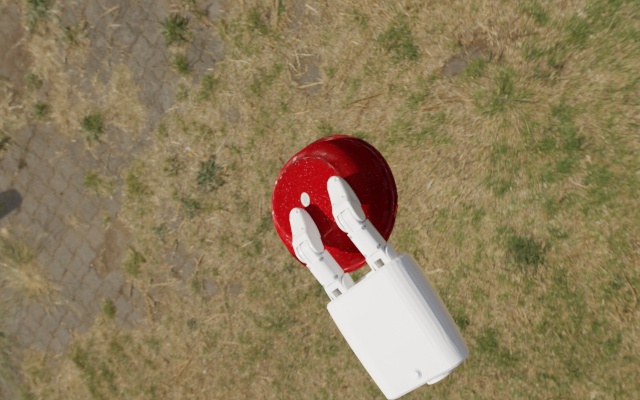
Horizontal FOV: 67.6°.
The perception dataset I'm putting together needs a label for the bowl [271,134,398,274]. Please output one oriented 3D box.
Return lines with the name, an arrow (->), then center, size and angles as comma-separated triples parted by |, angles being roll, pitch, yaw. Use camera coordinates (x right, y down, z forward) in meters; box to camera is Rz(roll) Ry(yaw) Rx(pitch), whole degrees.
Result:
bowl -> -0.001, 0.001, 0.525 | 0.162, 0.162, 0.055 | 0, -6, 33
